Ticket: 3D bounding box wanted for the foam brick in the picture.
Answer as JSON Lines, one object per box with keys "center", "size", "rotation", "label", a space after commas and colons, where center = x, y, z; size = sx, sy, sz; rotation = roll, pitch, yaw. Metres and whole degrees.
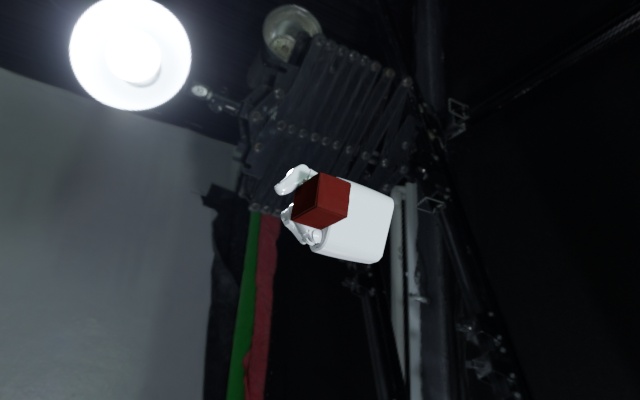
{"center": [0.000, 0.002, 0.664], "size": [0.051, 0.053, 0.078], "rotation": [19, -24, -24], "label": "foam brick"}
